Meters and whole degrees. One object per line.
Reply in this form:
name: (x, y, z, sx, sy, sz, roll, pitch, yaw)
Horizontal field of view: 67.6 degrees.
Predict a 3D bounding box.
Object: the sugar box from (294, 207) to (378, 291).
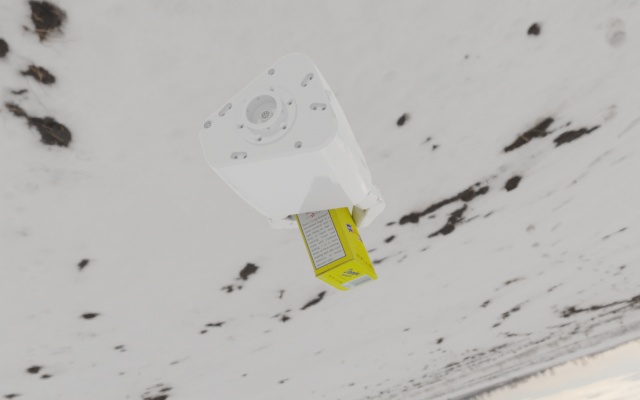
sugar box: (0.001, 0.001, 0.498, 0.048, 0.176, 0.093, -24, -26, 11)
